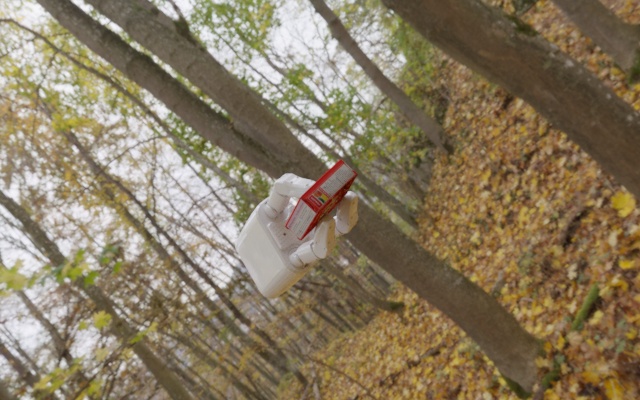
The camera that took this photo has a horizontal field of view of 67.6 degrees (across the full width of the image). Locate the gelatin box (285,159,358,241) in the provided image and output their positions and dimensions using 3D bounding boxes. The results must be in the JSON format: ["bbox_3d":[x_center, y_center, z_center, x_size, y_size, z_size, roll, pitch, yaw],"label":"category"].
[{"bbox_3d":[0.000,0.001,0.563,0.073,0.030,0.089,-44,-8,-29],"label":"gelatin box"}]
